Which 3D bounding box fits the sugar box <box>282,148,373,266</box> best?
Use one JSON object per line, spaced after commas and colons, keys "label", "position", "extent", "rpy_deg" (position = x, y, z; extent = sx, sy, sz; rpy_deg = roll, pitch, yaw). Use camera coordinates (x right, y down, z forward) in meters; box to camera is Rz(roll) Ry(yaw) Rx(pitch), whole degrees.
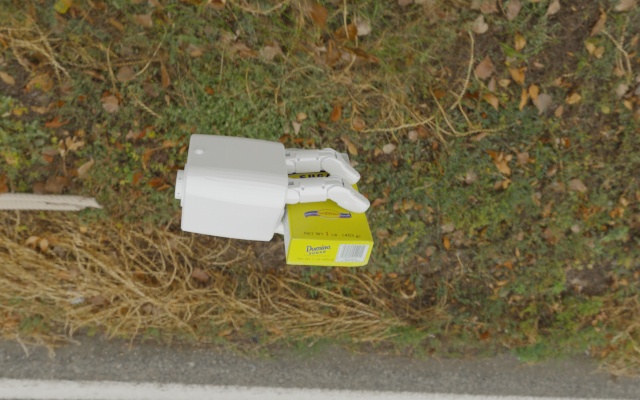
{"label": "sugar box", "position": [0.000, 0.002, 0.581], "extent": [0.093, 0.048, 0.176], "rpy_deg": [4, 41, -13]}
